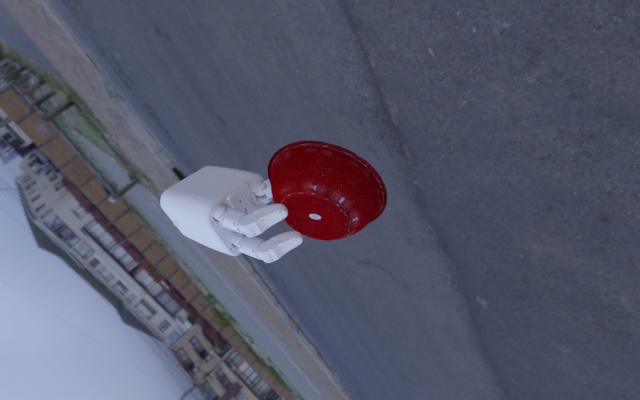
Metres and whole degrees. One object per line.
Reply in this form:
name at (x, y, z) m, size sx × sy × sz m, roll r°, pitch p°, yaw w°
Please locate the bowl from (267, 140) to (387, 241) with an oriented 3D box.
bowl at (0.001, 0.002, 0.603) m, size 0.162 × 0.055 × 0.162 m, roll 13°, pitch -38°, yaw 10°
